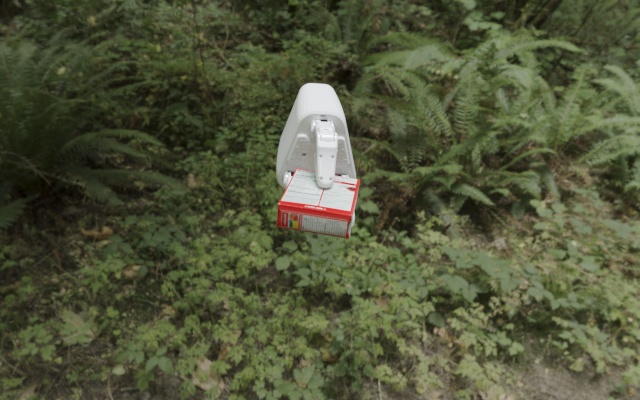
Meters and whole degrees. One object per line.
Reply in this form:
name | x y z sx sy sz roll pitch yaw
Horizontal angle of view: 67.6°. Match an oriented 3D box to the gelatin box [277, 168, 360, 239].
gelatin box | 0.000 0.001 0.496 0.073 0.030 0.089 9 28 5
